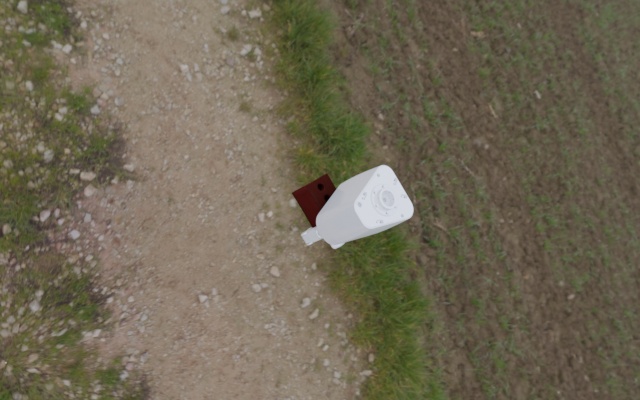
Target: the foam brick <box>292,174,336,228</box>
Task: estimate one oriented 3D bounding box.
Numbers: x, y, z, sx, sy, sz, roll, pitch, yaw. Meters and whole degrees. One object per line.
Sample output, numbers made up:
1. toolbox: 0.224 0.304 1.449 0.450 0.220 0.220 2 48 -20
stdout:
1. foam brick: 0.000 0.002 0.815 0.053 0.078 0.051 -33 3 -34
